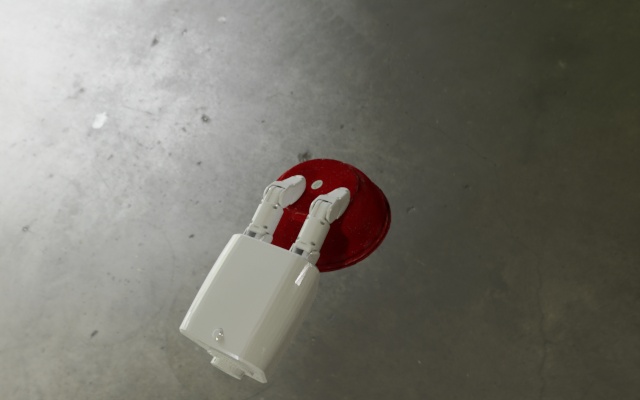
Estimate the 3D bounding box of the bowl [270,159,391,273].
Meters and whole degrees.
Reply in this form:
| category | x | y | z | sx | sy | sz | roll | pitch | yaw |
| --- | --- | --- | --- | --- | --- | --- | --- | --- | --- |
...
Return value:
| category | x | y | z | sx | sy | sz | roll | pitch | yaw |
| --- | --- | --- | --- | --- | --- | --- | --- | --- | --- |
| bowl | 0.000 | 0.001 | 0.552 | 0.162 | 0.162 | 0.055 | 0 | -44 | 9 |
